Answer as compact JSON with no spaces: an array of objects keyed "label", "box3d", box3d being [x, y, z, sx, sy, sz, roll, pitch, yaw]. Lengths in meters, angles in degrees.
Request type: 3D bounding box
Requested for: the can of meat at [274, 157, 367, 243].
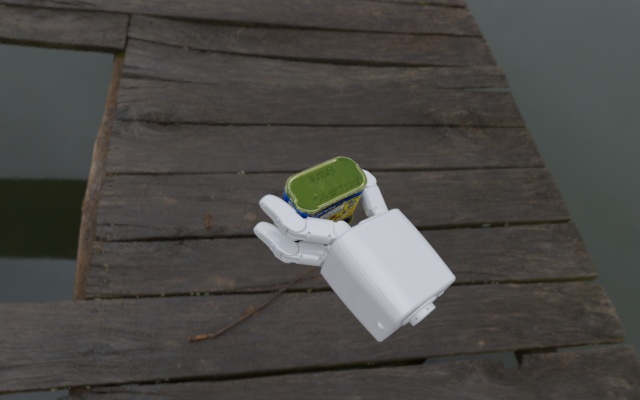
[{"label":"can of meat","box3d":[0.000,0.002,0.567,0.102,0.057,0.084,-26,-24,-26]}]
